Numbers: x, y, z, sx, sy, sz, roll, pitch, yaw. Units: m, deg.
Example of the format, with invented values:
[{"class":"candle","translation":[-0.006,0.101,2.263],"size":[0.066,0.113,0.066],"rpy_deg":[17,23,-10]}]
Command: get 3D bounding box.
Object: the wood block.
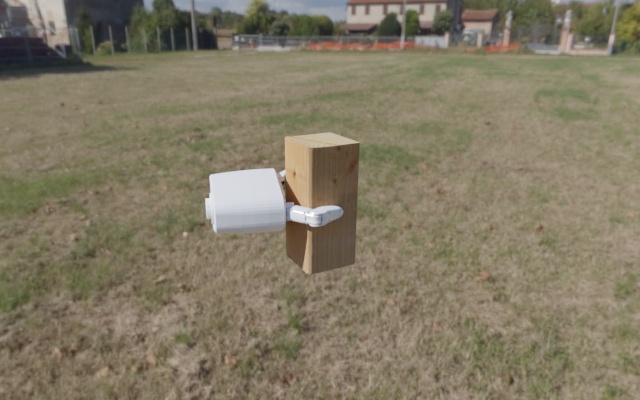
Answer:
[{"class":"wood block","translation":[0.000,0.003,0.777],"size":[0.090,0.206,0.090],"rpy_deg":[-10,22,-27]}]
